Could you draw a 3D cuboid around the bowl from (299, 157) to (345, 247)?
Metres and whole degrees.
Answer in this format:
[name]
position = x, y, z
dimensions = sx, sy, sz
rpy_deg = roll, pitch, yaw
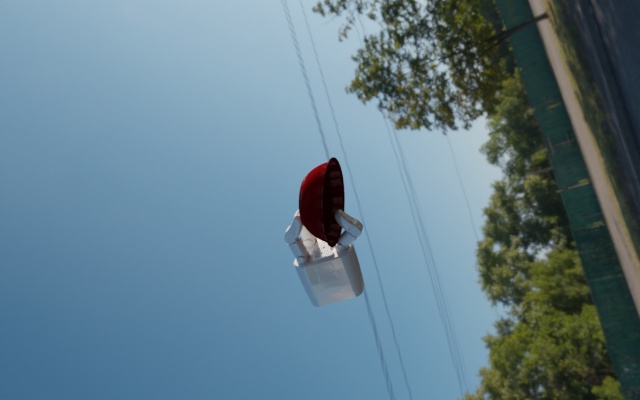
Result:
[bowl]
position = 0.000, 0.002, 0.863
dimensions = 0.055, 0.162, 0.162
rpy_deg = 1, 0, 16
